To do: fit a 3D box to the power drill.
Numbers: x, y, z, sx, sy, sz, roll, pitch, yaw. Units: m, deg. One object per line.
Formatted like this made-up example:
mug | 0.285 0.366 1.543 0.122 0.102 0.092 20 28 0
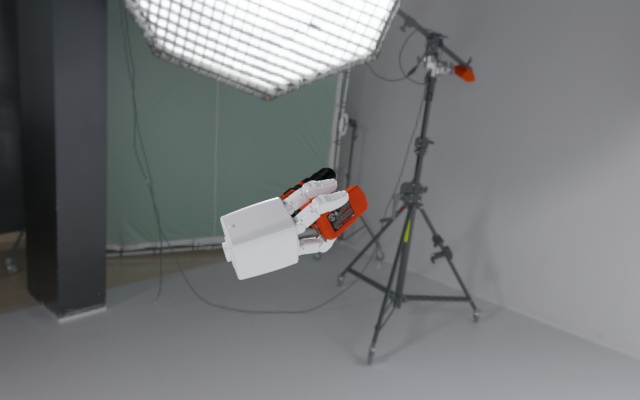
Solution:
power drill | 0.000 0.003 0.881 0.184 0.057 0.187 -42 25 -23
